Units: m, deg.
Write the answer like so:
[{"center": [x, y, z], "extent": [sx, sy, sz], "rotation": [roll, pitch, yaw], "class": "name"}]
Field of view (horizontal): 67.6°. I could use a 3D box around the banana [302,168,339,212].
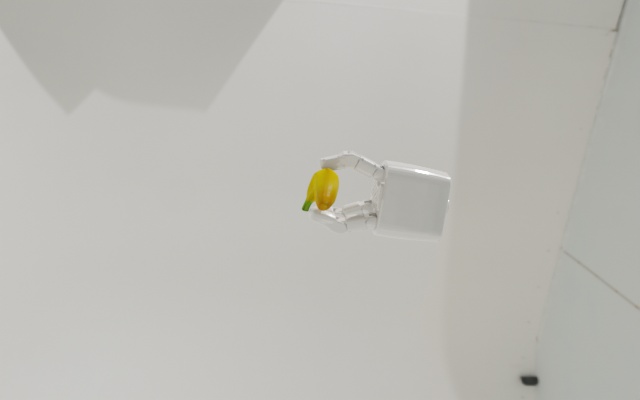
[{"center": [0.004, -0.016, 0.713], "extent": [0.037, 0.069, 0.198], "rotation": [14, -4, -6], "class": "banana"}]
